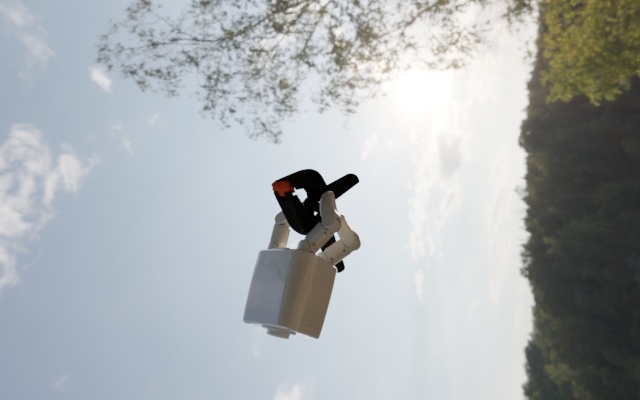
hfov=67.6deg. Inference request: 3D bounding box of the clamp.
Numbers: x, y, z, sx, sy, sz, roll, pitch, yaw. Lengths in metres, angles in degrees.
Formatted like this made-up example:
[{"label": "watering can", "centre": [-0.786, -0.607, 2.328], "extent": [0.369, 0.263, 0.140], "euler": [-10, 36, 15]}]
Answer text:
[{"label": "clamp", "centre": [-0.001, 0.002, 0.708], "extent": [0.036, 0.164, 0.210], "euler": [1, -23, 31]}]
